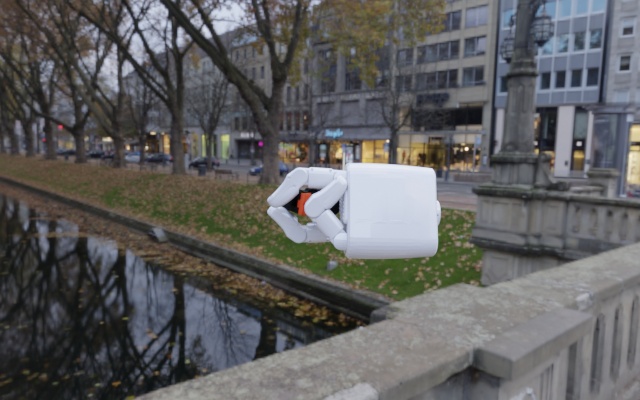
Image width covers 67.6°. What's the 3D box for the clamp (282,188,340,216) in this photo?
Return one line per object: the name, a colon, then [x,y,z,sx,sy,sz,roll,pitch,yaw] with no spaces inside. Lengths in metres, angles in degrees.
clamp: [0.000,0.002,0.656,0.120,0.039,0.171,1,6,-2]
